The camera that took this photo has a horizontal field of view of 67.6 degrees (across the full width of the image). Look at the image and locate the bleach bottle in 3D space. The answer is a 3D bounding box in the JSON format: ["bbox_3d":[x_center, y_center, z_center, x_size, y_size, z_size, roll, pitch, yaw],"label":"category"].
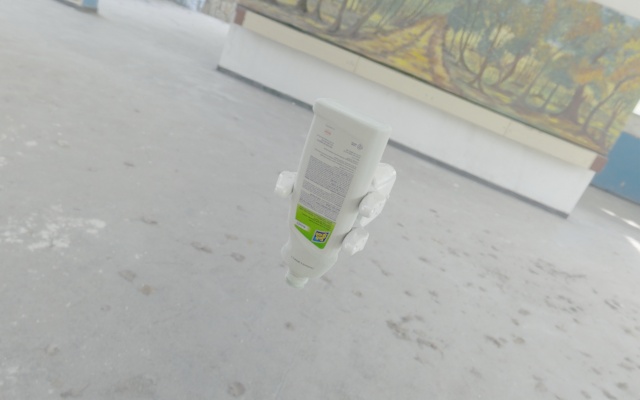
[{"bbox_3d":[0.000,0.002,0.626,0.102,0.251,0.068,29,22,19],"label":"bleach bottle"}]
